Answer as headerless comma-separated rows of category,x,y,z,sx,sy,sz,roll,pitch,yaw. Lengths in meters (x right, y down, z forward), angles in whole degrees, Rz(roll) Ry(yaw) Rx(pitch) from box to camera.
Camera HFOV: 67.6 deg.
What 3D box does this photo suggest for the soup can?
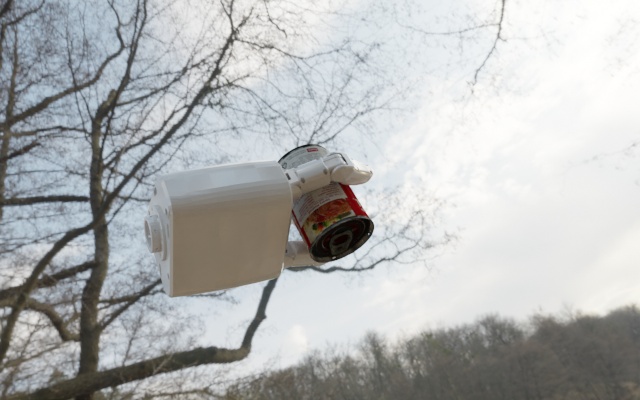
soup can,0.000,0.001,0.478,0.068,0.102,0.069,-21,-33,-14
